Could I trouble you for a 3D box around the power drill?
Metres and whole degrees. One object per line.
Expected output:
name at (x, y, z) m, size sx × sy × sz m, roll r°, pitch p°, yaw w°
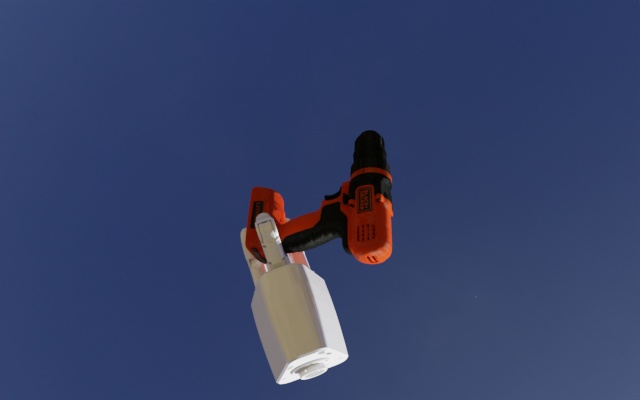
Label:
power drill at (0.000, 0.002, 0.608) m, size 0.187 × 0.184 × 0.057 m, roll -13°, pitch -37°, yaw 23°
